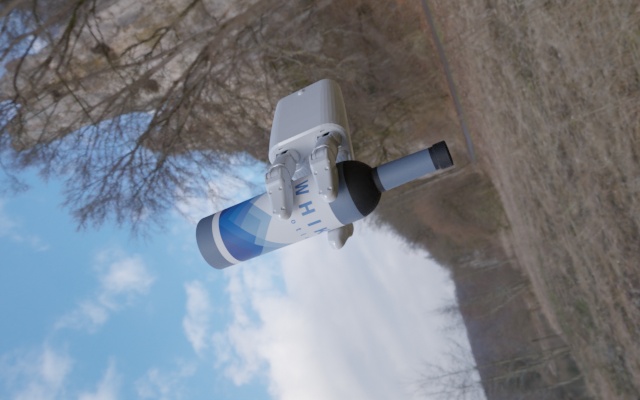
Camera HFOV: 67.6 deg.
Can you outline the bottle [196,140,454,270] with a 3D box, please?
[{"bbox_3d":[0.000,0.002,0.530,0.296,0.069,0.069,-21,-7,19],"label":"bottle"}]
